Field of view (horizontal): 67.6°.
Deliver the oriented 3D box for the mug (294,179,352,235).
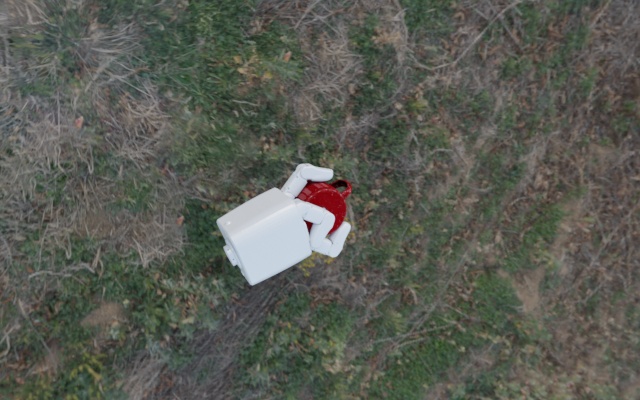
[{"bbox_3d":[0.001,0.002,0.779,0.117,0.093,0.081,-29,27,-15],"label":"mug"}]
